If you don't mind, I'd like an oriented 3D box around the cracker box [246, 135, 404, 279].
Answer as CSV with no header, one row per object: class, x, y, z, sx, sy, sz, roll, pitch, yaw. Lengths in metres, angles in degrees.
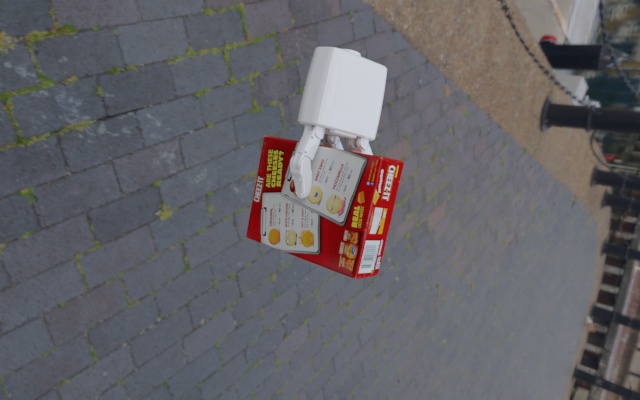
cracker box,0.000,0.002,0.694,0.213,0.164,0.072,15,7,38
